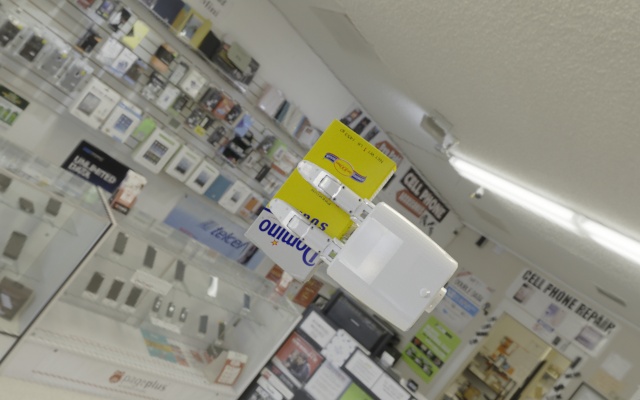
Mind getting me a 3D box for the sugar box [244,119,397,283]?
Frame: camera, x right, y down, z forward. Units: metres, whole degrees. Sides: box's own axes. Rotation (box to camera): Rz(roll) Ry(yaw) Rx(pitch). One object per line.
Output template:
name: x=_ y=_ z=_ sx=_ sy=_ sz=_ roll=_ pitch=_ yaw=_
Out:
sugar box: x=0.000 y=0.002 z=0.566 sx=0.093 sy=0.176 sz=0.048 roll=38 pitch=0 yaw=10
